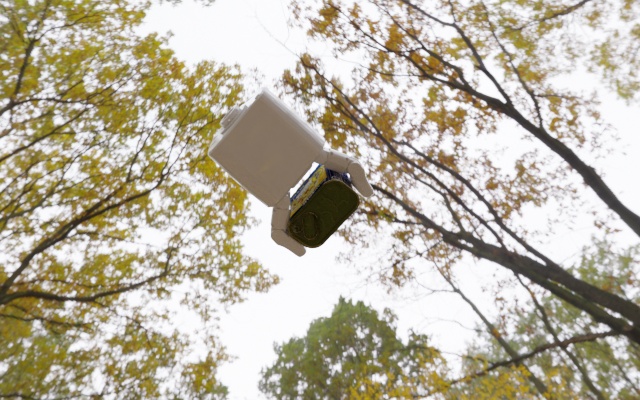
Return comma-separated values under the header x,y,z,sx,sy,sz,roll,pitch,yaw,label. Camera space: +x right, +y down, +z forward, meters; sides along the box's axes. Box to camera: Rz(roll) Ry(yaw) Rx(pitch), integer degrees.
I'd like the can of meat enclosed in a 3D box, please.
x,y,z,sx,sy,sz,roll,pitch,yaw,label
0.000,0.002,0.654,0.057,0.102,0.084,36,17,-20,can of meat
